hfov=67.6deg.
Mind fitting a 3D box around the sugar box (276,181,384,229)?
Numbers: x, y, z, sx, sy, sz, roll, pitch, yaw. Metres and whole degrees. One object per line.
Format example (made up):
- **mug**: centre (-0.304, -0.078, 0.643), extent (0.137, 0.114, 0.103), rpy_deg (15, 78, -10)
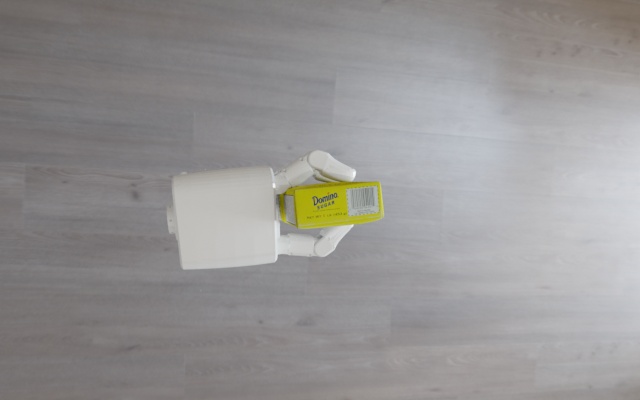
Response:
- **sugar box**: centre (0.000, 0.001, 0.560), extent (0.093, 0.048, 0.176), rpy_deg (-5, 5, -13)
